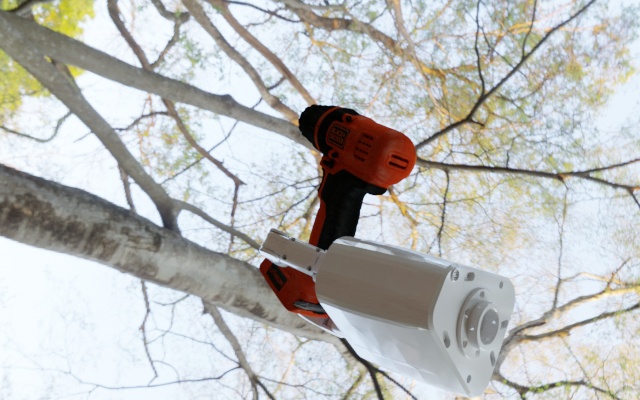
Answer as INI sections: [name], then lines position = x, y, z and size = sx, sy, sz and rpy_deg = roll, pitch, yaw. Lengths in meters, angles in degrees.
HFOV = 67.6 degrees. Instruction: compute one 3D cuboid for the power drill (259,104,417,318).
[power drill]
position = 0.000, 0.002, 0.464
size = 0.057, 0.188, 0.184
rpy_deg = 14, 12, -27
